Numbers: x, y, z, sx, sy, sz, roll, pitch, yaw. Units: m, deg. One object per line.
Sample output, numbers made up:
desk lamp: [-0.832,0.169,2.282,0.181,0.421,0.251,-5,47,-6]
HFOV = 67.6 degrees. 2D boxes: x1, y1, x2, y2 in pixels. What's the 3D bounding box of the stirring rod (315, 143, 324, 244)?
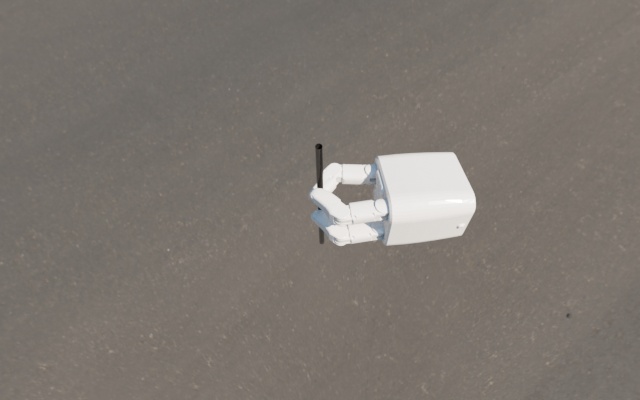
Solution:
stirring rod: [0.000,0.002,0.625,0.011,0.011,0.240,0,-31,1]
